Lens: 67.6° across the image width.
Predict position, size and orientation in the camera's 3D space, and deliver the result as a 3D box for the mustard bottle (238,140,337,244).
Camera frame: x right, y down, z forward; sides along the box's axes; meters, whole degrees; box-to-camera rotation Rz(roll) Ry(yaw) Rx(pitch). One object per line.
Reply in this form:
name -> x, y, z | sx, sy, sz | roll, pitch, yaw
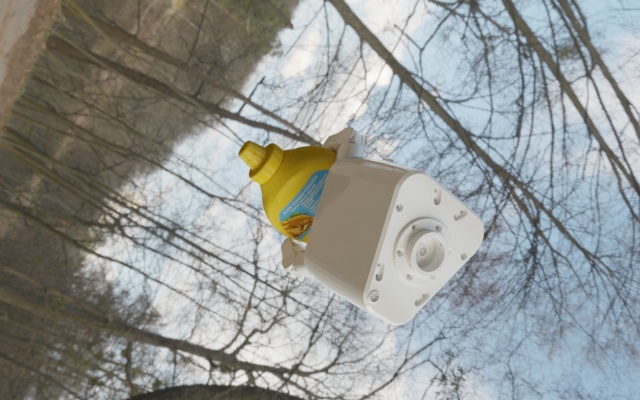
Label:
mustard bottle -> 0.000, 0.002, 0.480 | 0.192, 0.096, 0.058 | 35, 17, -24
